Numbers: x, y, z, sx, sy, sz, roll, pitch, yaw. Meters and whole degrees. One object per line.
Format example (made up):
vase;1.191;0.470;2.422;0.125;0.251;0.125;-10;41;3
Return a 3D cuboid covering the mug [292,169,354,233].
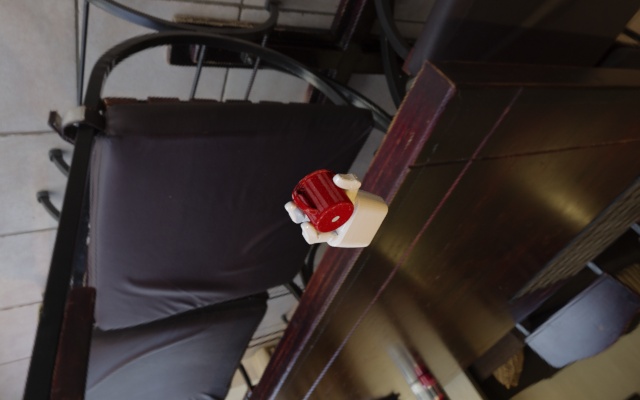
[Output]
mug;-0.001;0.003;0.857;0.117;0.081;0.093;7;-50;-47
